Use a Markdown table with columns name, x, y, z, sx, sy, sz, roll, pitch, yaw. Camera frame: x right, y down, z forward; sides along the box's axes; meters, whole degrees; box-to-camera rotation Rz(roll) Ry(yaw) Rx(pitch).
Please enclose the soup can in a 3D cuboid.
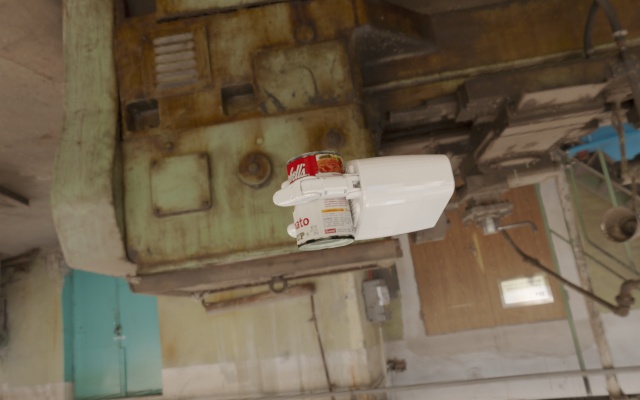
| name | x | y | z | sx | sy | sz | roll | pitch | yaw |
| --- | --- | --- | --- | --- | --- | --- | --- | --- | --- |
| soup can | 0.000 | 0.002 | 0.555 | 0.068 | 0.102 | 0.068 | -8 | -13 | -2 |
